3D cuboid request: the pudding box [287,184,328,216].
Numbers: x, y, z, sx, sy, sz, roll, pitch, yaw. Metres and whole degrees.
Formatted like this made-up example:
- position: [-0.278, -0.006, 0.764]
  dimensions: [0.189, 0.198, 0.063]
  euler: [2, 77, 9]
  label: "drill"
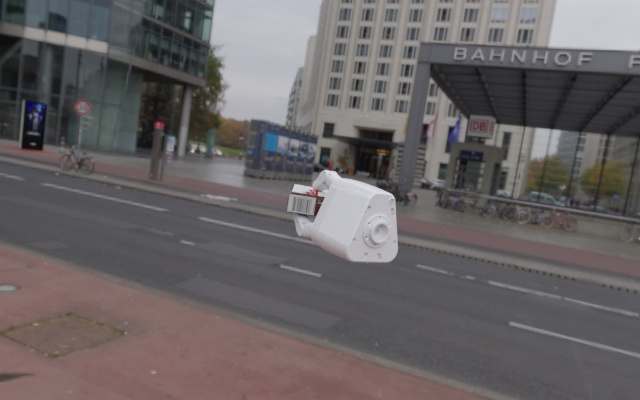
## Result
- position: [0.000, 0.003, 0.840]
  dimensions: [0.113, 0.039, 0.090]
  euler: [10, 10, -2]
  label: "pudding box"
